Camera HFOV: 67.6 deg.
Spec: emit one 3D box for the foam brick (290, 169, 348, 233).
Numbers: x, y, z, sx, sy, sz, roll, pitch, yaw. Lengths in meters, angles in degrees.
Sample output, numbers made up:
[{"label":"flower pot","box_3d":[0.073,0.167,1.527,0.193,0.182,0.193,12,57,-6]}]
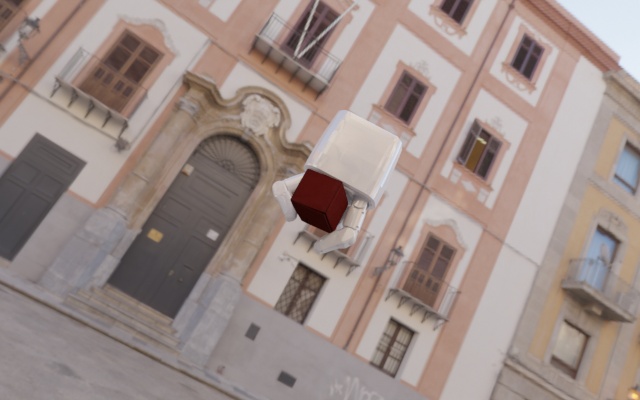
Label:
[{"label":"foam brick","box_3d":[0.000,0.002,0.641,0.053,0.051,0.078,23,-17,18]}]
